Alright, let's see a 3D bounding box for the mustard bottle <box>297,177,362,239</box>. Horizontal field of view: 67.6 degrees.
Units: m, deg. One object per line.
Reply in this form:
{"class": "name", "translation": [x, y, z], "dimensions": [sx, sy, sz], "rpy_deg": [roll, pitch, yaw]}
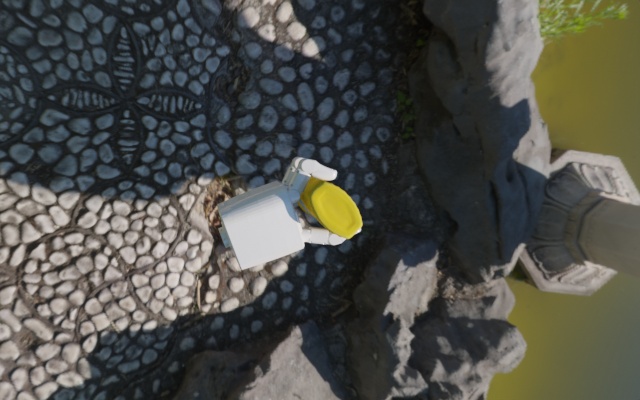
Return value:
{"class": "mustard bottle", "translation": [0.000, 0.002, 0.780], "dimensions": [0.096, 0.058, 0.191], "rpy_deg": [46, -5, -16]}
